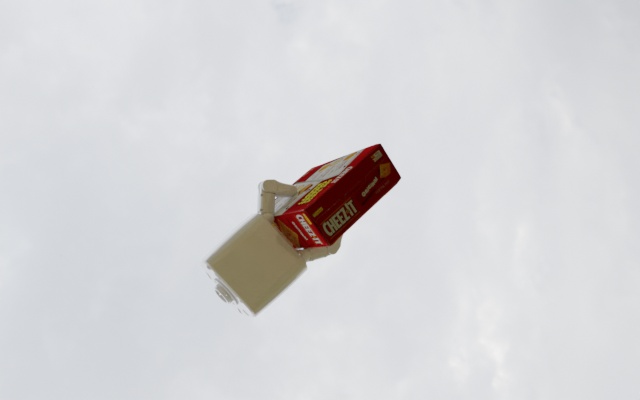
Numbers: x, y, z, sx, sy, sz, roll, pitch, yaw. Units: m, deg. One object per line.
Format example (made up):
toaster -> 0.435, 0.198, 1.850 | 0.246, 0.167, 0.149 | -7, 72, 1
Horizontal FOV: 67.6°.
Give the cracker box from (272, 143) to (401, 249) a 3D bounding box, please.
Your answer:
cracker box -> 0.000, 0.002, 0.747 | 0.164, 0.072, 0.214 | -42, 14, -26
